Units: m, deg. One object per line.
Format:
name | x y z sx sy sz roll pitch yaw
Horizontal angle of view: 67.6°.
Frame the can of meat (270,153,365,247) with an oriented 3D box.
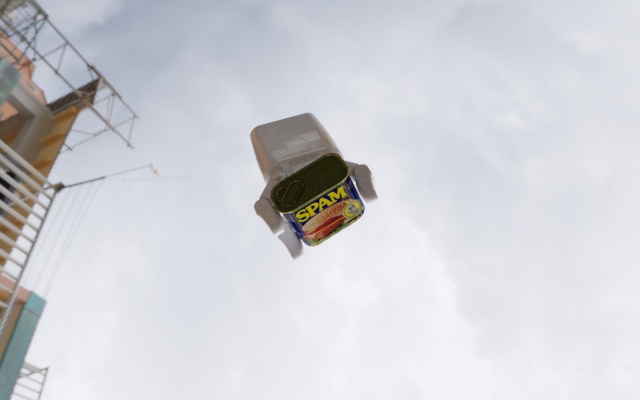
can of meat | 0.000 0.002 0.615 0.102 0.057 0.084 -31 -44 0
